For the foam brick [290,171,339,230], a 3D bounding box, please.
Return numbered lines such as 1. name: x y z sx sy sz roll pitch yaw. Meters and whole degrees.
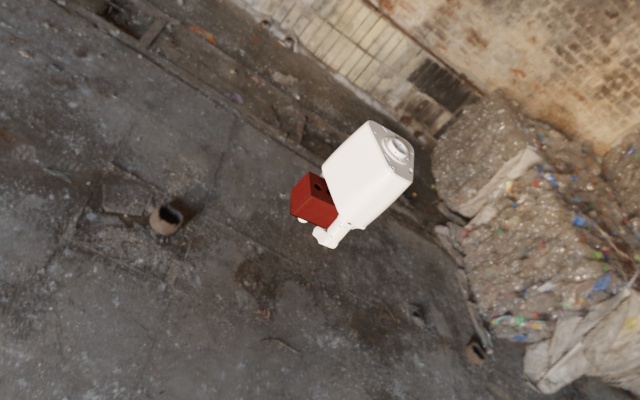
1. foam brick: 0.000 0.002 0.717 0.078 0.053 0.051 24 -50 -27
